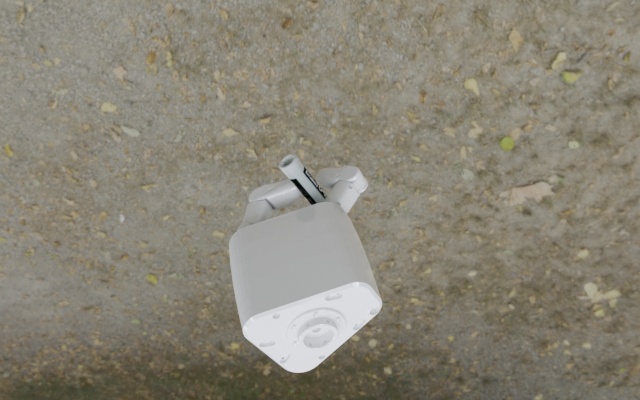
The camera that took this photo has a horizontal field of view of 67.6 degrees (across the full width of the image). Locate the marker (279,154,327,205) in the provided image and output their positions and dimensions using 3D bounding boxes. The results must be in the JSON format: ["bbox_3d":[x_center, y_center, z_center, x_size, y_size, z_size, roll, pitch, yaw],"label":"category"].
[{"bbox_3d":[0.000,0.002,0.474,0.020,0.020,0.121,0,-39,40],"label":"marker"}]
